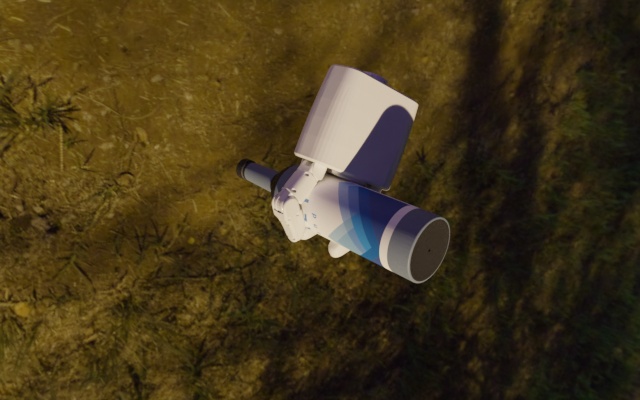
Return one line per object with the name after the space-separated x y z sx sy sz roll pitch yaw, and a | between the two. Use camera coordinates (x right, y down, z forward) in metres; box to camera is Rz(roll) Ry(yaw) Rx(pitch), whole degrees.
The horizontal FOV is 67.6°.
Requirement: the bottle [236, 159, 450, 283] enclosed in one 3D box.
0.000 0.002 0.538 0.295 0.069 0.069 24 16 41 | bottle
